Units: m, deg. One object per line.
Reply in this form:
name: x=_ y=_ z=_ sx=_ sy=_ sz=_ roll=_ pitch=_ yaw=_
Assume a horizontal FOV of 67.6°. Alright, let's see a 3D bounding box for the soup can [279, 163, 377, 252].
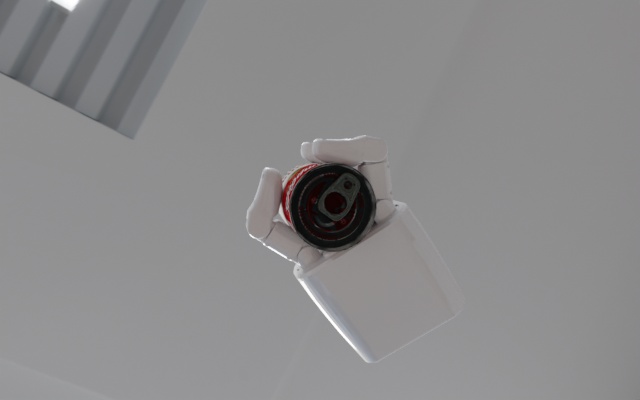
soup can: x=0.000 y=0.001 z=0.408 sx=0.068 sy=0.068 sz=0.102 roll=0 pitch=5 yaw=-12
